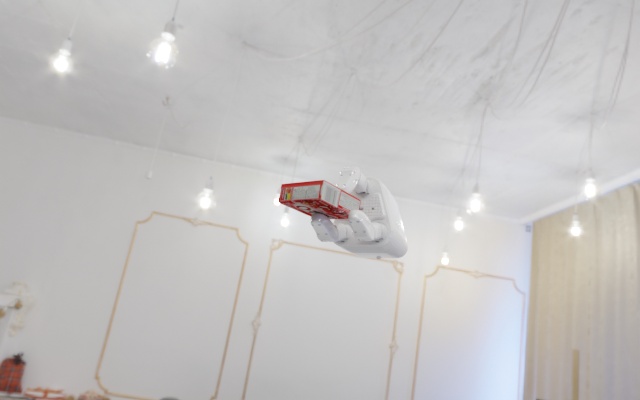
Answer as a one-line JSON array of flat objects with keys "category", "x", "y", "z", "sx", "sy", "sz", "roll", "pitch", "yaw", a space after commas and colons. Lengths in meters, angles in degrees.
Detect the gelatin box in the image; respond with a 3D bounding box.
[{"category": "gelatin box", "x": 0.000, "y": 0.002, "z": 0.638, "sx": 0.073, "sy": 0.030, "sz": 0.089, "roll": -3, "pitch": -19, "yaw": 39}]
